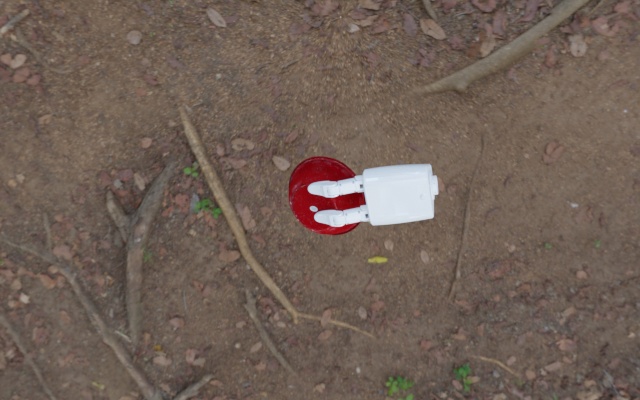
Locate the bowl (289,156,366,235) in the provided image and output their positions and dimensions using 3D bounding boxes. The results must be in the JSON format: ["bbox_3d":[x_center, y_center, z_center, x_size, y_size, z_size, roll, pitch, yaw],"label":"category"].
[{"bbox_3d":[-0.001,0.003,0.879,0.162,0.162,0.055,0,23,28],"label":"bowl"}]
